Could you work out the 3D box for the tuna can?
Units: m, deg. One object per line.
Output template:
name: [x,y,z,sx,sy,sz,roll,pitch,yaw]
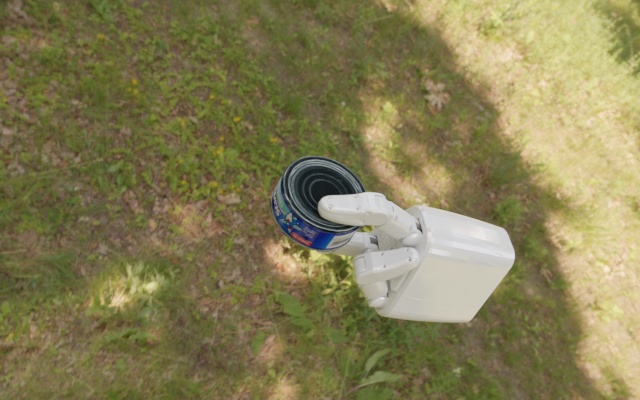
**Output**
tuna can: [0.000,0.001,0.435,0.086,0.086,0.034,0,-34,-27]
